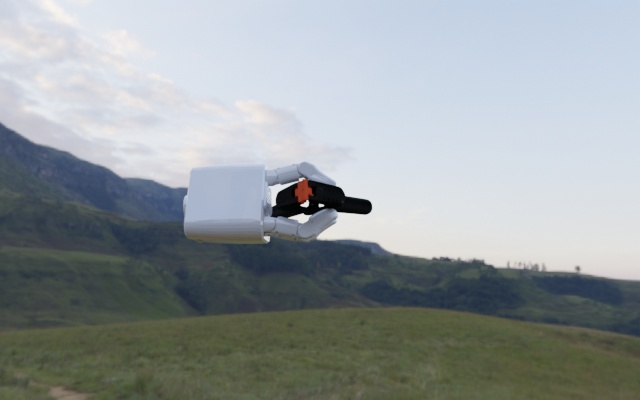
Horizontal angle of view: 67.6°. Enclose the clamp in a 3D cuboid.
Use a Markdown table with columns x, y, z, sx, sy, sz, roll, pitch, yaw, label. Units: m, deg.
| x | y | z | sx | sy | sz | roll | pitch | yaw | label |
| --- | --- | --- | --- | --- | --- | --- | --- | --- | --- |
| 0.000 | 0.001 | 0.680 | 0.164 | 0.036 | 0.210 | -4 | -9 | -1 | clamp |
